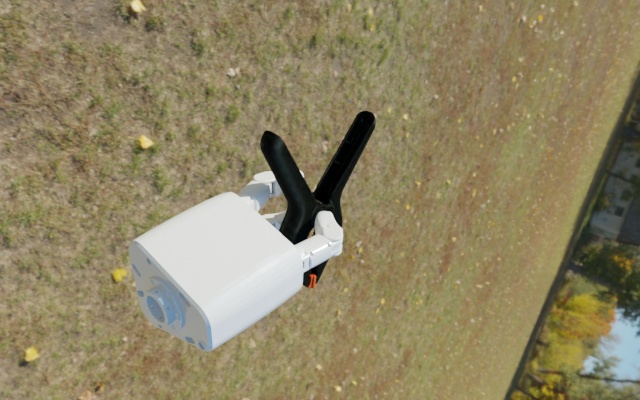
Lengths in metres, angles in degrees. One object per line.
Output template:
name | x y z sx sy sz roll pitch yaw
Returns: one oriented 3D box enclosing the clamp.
clamp | 0.001 0.003 0.532 0.036 0.210 0.164 27 38 35
